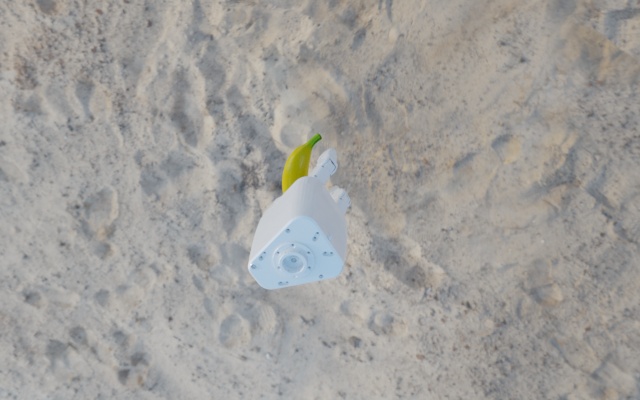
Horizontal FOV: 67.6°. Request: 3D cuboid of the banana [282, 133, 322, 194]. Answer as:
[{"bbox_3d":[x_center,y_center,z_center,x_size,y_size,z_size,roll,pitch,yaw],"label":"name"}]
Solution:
[{"bbox_3d":[-0.019,0.002,0.716,0.069,0.198,0.037,-9,25,-1],"label":"banana"}]
